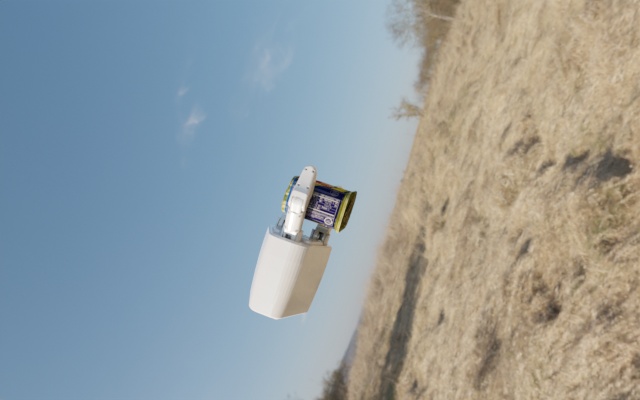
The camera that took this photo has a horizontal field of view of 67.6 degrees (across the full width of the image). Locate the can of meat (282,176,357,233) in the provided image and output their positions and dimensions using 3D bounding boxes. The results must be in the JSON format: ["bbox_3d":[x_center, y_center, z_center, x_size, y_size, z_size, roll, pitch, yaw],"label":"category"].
[{"bbox_3d":[0.000,0.002,0.670,0.084,0.057,0.102,18,6,9],"label":"can of meat"}]
